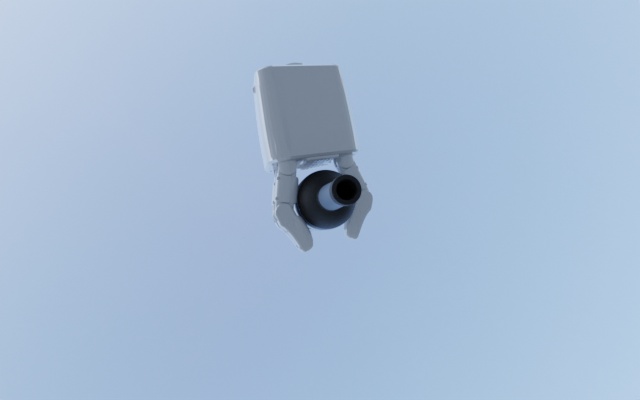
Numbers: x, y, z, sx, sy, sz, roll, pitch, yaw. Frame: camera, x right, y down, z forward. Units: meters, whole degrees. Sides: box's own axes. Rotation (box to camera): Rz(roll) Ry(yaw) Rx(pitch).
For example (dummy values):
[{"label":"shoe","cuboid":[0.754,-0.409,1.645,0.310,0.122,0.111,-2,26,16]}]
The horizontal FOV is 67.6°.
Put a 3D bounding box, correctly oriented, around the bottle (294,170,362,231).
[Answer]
[{"label":"bottle","cuboid":[0.000,0.002,0.563,0.069,0.069,0.296,0,-4,-9]}]
